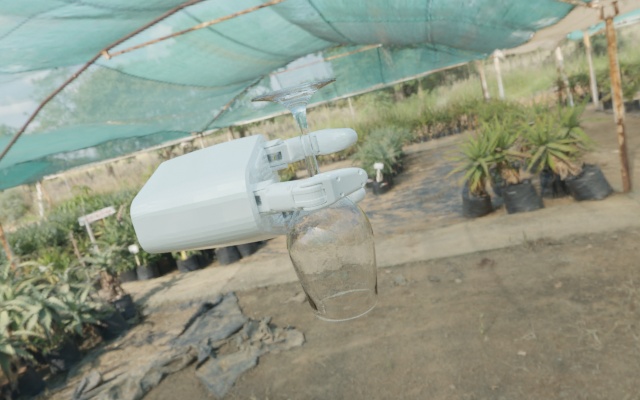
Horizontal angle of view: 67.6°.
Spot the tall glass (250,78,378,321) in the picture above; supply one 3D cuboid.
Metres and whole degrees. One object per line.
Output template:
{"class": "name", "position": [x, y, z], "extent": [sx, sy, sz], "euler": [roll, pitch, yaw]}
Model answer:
{"class": "tall glass", "position": [0.000, 0.001, 0.419], "extent": [0.079, 0.201, 0.079], "euler": [-14, 11, 3]}
